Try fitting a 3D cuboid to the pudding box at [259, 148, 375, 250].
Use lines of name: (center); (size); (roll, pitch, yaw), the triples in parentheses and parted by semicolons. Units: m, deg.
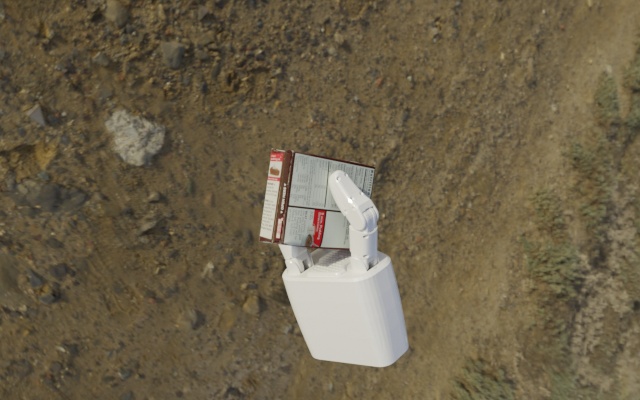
pudding box: (0.000, 0.002, 0.471); (0.113, 0.090, 0.039); (8, 0, -42)
